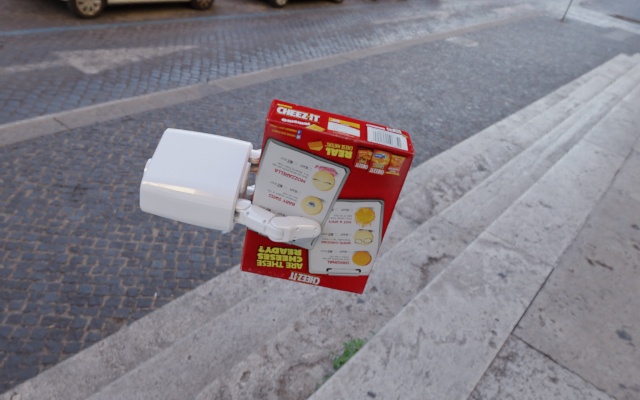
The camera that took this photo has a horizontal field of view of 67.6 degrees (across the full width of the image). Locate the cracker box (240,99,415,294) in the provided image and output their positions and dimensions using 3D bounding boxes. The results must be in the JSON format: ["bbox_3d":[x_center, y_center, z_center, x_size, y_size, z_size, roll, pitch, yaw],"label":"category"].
[{"bbox_3d":[0.000,0.002,0.580,0.164,0.214,0.072,12,33,-4],"label":"cracker box"}]
